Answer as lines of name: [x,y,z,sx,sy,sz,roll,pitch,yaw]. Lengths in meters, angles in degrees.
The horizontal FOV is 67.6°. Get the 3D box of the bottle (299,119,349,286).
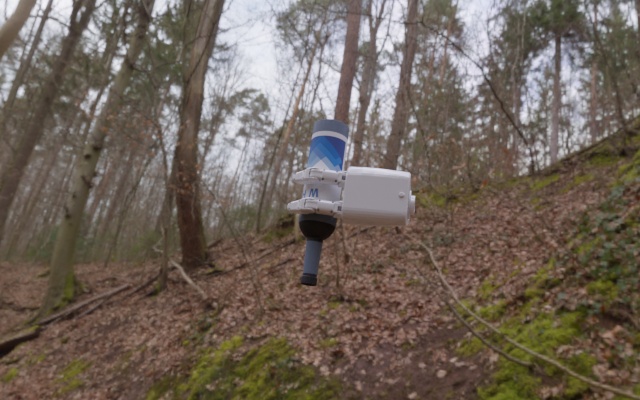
bottle: [0.000,0.003,0.845,0.069,0.295,0.069,8,-17,2]
